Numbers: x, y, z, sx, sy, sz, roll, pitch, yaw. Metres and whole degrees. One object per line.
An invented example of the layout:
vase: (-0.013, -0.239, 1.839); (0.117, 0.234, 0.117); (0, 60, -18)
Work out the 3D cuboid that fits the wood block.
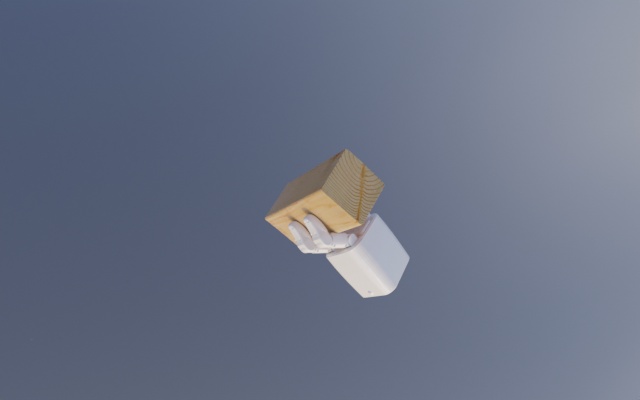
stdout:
wood block: (0.001, 0.003, 0.816); (0.090, 0.090, 0.206); (41, -31, -15)
